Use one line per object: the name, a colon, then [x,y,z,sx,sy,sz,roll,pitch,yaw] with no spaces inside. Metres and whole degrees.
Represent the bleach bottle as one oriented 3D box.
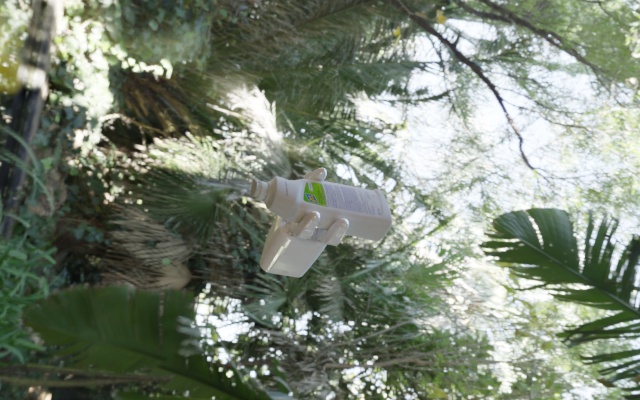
bleach bottle: [0.000,0.003,0.831,0.251,0.068,0.102,14,37,-25]
